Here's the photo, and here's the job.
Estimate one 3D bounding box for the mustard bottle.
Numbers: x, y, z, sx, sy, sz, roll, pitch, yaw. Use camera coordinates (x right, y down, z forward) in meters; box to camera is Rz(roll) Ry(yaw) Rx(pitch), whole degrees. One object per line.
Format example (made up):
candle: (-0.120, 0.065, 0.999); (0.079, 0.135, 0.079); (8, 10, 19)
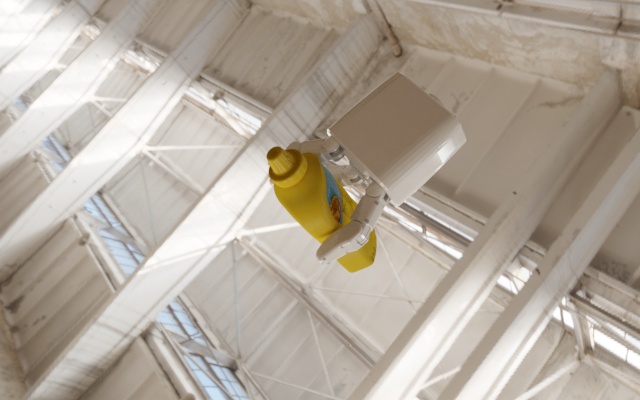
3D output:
mustard bottle: (0.000, 0.002, 0.535); (0.058, 0.096, 0.192); (-24, -41, 17)
